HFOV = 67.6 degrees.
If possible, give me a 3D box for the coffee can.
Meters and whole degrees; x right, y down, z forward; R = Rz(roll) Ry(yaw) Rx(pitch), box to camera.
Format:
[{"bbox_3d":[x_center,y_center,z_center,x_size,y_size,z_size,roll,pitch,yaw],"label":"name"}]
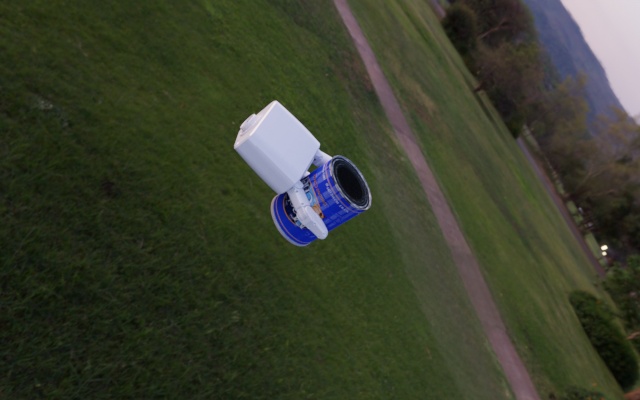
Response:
[{"bbox_3d":[0.000,0.003,0.811,0.140,0.102,0.103,-32,-18,30],"label":"coffee can"}]
